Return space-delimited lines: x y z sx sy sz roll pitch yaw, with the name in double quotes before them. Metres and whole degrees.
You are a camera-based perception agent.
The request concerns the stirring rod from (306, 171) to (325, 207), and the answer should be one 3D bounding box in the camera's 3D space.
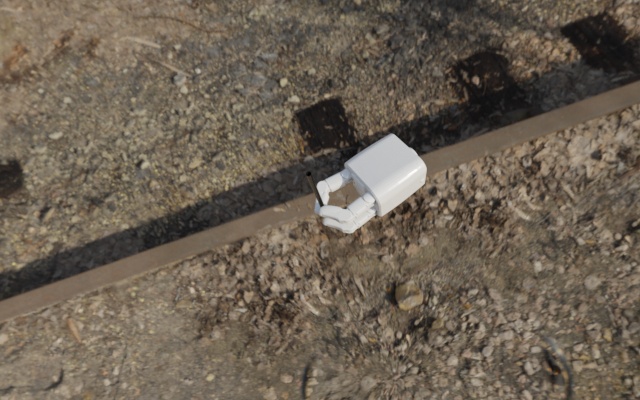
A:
"stirring rod" 0.000 0.003 0.807 0.011 0.011 0.240 0 -20 9
